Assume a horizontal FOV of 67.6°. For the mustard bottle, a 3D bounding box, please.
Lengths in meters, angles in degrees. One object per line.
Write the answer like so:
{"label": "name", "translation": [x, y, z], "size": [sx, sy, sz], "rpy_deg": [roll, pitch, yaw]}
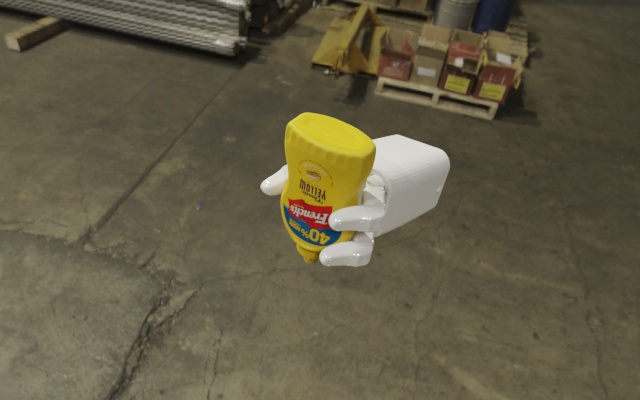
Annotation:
{"label": "mustard bottle", "translation": [0.000, 0.002, 0.545], "size": [0.096, 0.192, 0.058], "rpy_deg": [26, 43, 19]}
